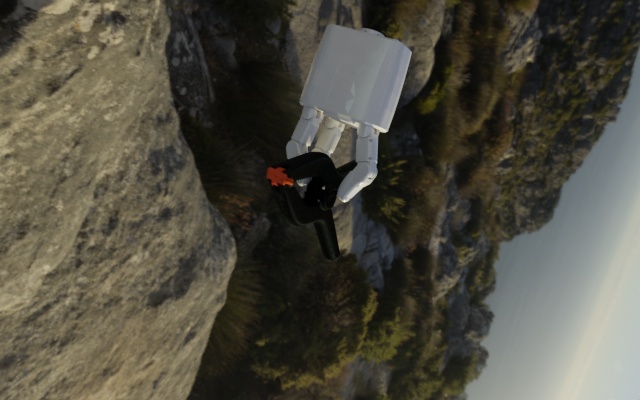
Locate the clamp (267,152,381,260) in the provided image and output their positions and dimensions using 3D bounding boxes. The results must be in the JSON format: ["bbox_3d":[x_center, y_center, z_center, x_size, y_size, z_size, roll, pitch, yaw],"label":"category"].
[{"bbox_3d":[0.001,0.002,0.614,0.036,0.164,0.210,24,8,33],"label":"clamp"}]
